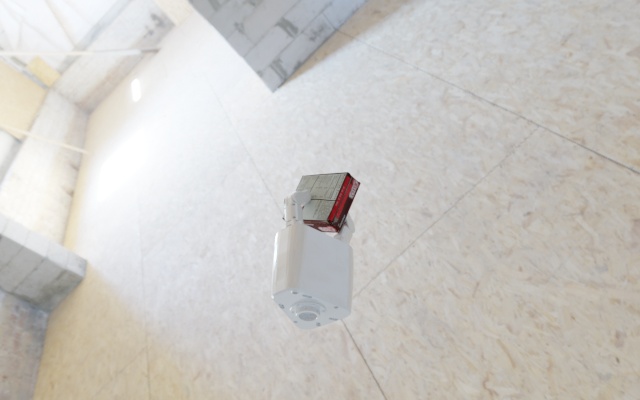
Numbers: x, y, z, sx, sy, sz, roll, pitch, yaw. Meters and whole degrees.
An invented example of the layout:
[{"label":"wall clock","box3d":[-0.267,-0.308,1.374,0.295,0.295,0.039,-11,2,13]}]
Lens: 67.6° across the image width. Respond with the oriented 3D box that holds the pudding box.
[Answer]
[{"label":"pudding box","box3d":[0.000,0.002,0.759,0.113,0.090,0.039,1,-31,47]}]
